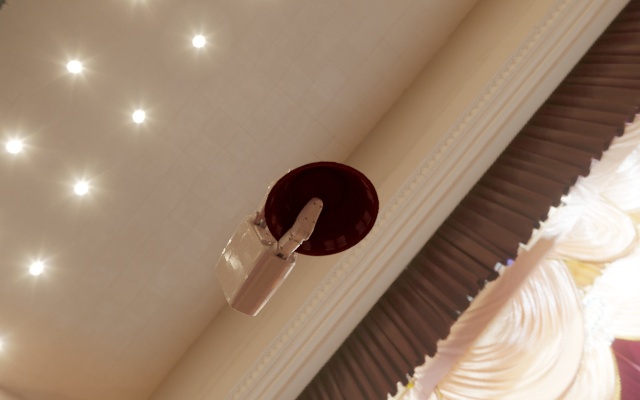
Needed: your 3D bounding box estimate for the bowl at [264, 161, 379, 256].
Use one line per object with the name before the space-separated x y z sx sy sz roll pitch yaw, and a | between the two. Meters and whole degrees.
bowl | 0.001 0.001 0.689 0.162 0.162 0.055 0 34 -6
